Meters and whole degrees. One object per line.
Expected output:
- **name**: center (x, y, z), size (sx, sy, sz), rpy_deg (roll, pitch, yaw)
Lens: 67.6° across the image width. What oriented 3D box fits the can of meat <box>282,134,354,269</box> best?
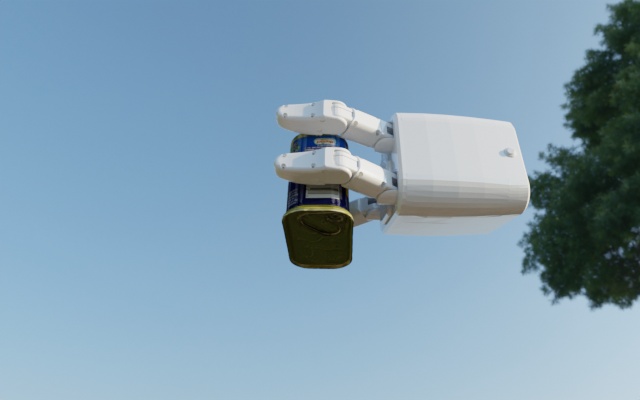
- **can of meat**: center (0.000, 0.001, 0.426), size (0.057, 0.084, 0.102), rpy_deg (0, -34, 3)
